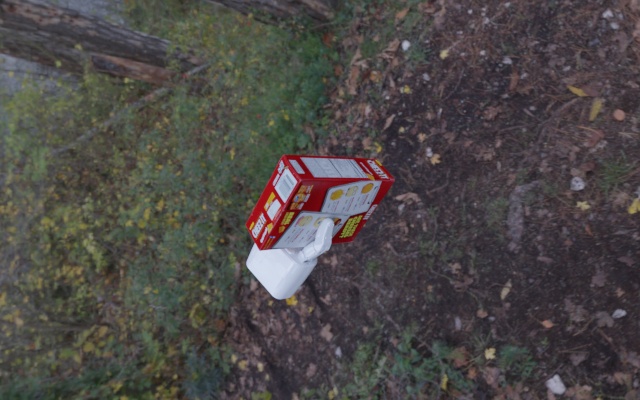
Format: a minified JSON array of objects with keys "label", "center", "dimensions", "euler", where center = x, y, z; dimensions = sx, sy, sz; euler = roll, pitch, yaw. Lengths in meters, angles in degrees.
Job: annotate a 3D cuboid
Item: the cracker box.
[{"label":"cracker box","center":[0.000,0.003,0.825],"dimensions":[0.213,0.164,0.072],"euler":[-2,46,-40]}]
